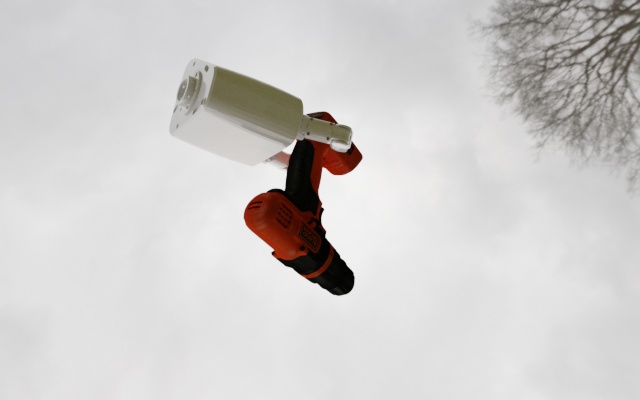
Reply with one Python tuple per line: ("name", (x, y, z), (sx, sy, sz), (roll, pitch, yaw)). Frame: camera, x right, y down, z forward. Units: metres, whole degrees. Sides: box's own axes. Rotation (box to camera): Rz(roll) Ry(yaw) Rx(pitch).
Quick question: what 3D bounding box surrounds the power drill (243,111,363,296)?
("power drill", (0.000, 0.001, 0.576), (0.057, 0.187, 0.184), (-11, -41, 33))
